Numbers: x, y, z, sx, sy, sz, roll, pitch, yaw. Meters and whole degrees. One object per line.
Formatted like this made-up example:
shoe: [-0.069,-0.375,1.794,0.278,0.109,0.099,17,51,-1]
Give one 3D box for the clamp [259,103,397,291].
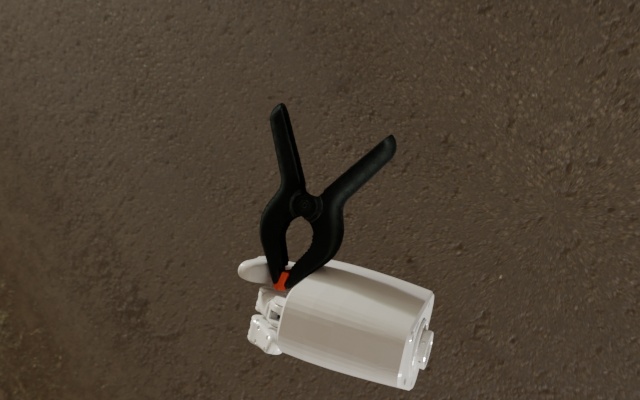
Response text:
clamp: [0.000,0.002,0.438,0.120,0.171,0.039,10,4,18]
